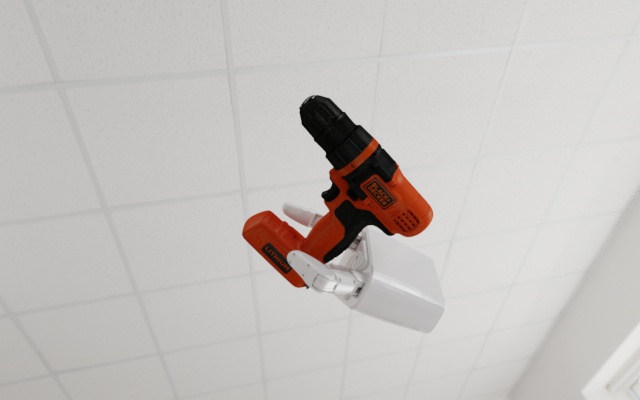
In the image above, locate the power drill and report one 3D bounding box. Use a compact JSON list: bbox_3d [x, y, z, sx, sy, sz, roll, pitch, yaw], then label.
[{"bbox_3d":[0.000,0.002,0.526,0.188,0.184,0.057,-38,11,29],"label":"power drill"}]
